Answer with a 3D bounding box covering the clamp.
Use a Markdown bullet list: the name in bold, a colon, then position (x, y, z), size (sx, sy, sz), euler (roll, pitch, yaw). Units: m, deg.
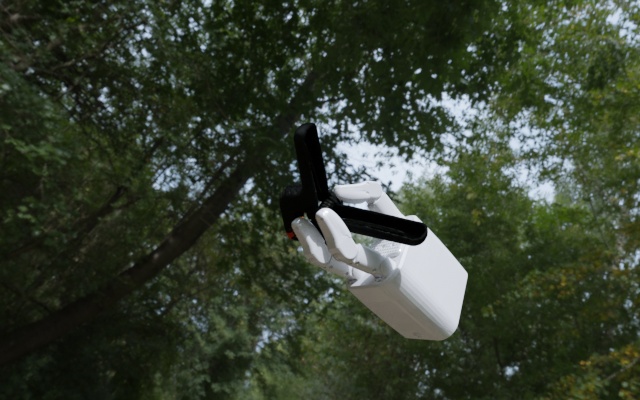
- **clamp**: position (0.000, 0.001, 0.533), size (0.036, 0.164, 0.210), euler (-51, 15, -28)
